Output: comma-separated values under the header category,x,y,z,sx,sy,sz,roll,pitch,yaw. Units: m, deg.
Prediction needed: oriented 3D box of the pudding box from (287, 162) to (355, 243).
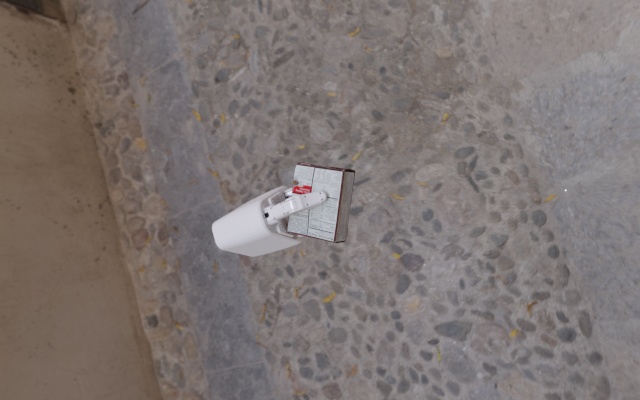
category,x,y,z,sx,sy,sz,roll,pitch,yaw
pudding box,0.000,0.002,0.729,0.090,0.113,0.039,11,8,30
